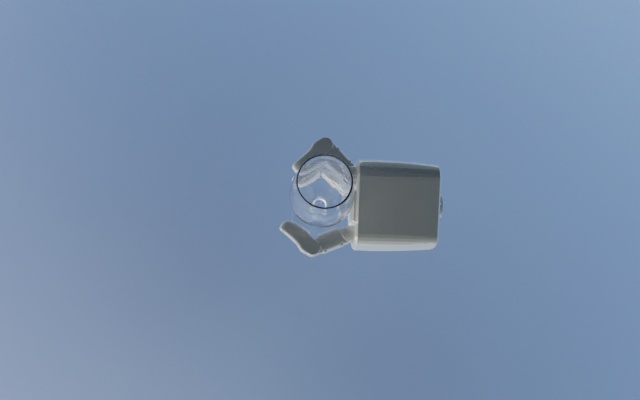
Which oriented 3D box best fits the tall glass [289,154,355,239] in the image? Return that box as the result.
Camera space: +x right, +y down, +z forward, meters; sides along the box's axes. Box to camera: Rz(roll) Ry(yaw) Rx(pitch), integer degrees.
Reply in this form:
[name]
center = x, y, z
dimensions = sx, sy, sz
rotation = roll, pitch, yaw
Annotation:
[tall glass]
center = 0.000, 0.002, 0.608
dimensions = 0.079, 0.079, 0.201
rotation = 0, -13, -2
